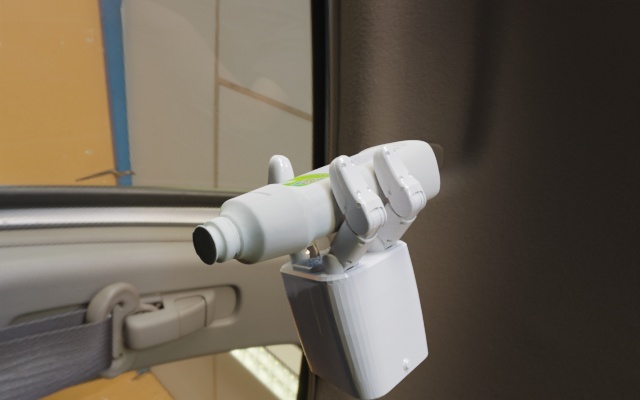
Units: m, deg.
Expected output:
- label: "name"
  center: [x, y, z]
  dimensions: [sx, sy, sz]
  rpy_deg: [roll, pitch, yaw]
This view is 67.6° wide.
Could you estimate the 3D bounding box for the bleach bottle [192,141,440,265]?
- label: "bleach bottle"
  center: [0.000, 0.001, 0.415]
  dimensions: [0.102, 0.068, 0.251]
  rpy_deg: [-9, 8, 45]
